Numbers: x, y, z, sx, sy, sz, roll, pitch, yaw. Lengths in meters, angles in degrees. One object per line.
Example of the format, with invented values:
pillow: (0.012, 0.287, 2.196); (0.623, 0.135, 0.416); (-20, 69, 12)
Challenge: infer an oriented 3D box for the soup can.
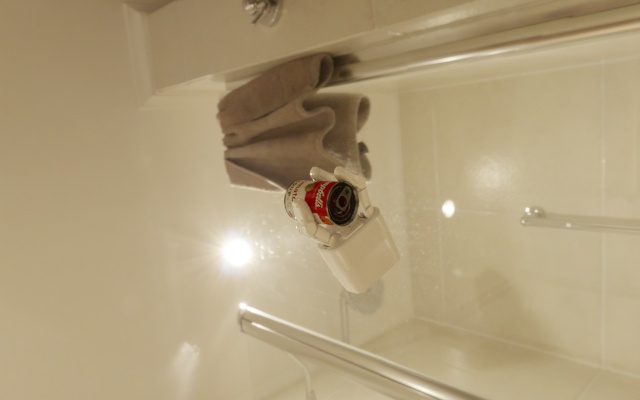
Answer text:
soup can: (0.000, 0.002, 0.744); (0.068, 0.068, 0.102); (0, 3, -43)
